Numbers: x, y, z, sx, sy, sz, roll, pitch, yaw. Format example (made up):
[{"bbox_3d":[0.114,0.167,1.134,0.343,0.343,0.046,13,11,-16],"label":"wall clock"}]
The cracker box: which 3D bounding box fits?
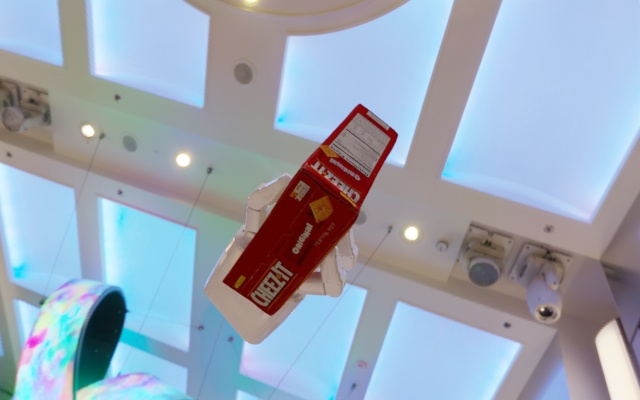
[{"bbox_3d":[0.000,0.002,0.526,0.072,0.164,0.213,36,32,-1],"label":"cracker box"}]
